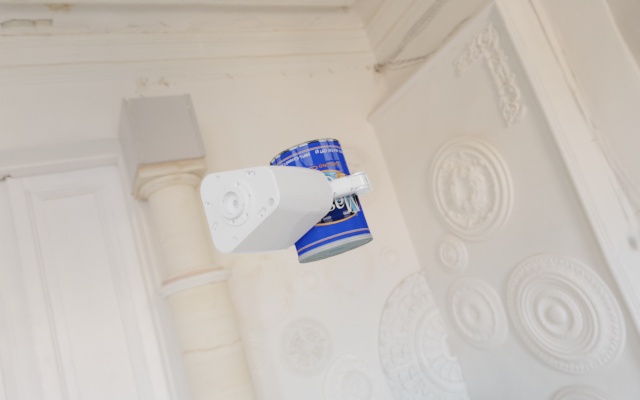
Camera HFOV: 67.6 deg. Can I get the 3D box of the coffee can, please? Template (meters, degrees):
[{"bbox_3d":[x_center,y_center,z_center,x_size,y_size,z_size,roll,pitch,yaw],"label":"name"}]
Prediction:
[{"bbox_3d":[0.000,0.002,0.640,0.103,0.140,0.103,-17,-12,-4],"label":"coffee can"}]
